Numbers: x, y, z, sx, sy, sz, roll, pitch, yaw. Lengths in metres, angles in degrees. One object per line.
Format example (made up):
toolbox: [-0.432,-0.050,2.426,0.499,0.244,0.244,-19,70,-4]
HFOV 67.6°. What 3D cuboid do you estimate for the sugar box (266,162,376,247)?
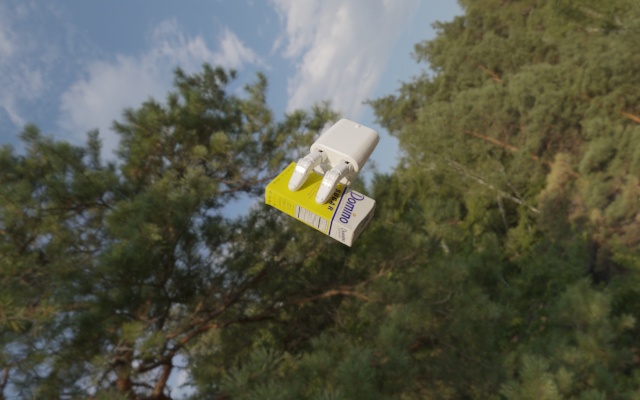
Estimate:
sugar box: [0.000,0.002,0.841,0.176,0.048,0.093,24,46,18]
